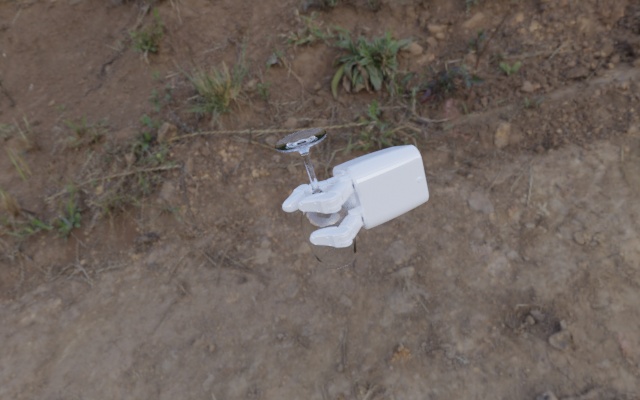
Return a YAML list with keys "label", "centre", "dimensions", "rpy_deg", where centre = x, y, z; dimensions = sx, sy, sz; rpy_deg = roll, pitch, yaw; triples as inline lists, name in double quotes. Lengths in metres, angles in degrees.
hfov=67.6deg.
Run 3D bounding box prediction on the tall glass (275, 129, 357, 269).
- label: "tall glass"
  centre: [0.000, 0.002, 0.695]
  dimensions: [0.079, 0.201, 0.079]
  rpy_deg: [-14, 25, 7]
